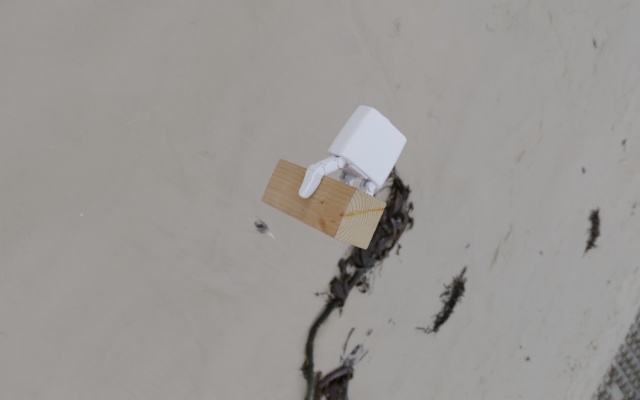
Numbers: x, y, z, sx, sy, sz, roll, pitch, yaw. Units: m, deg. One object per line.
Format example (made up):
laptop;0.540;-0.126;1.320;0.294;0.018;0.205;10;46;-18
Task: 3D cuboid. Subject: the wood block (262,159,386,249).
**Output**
wood block;0.000;0.002;0.856;0.206;0.090;0.091;24;0;45
